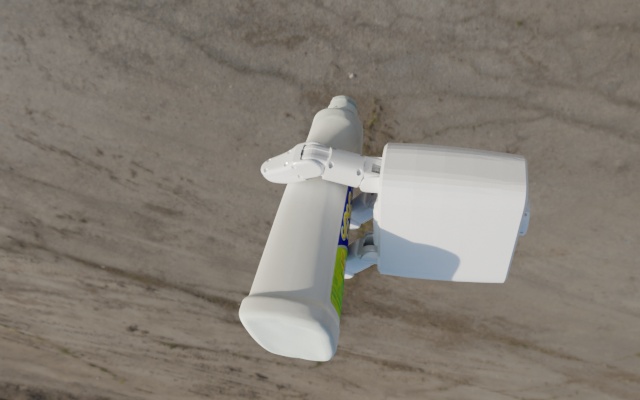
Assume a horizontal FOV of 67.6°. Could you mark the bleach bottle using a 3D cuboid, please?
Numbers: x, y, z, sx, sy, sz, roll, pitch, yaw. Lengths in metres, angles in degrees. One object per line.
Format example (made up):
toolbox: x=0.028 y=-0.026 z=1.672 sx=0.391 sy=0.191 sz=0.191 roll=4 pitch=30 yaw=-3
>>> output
bleach bottle: x=0.000 y=0.001 z=0.419 sx=0.068 sy=0.250 sz=0.103 roll=5 pitch=-32 yaw=11
